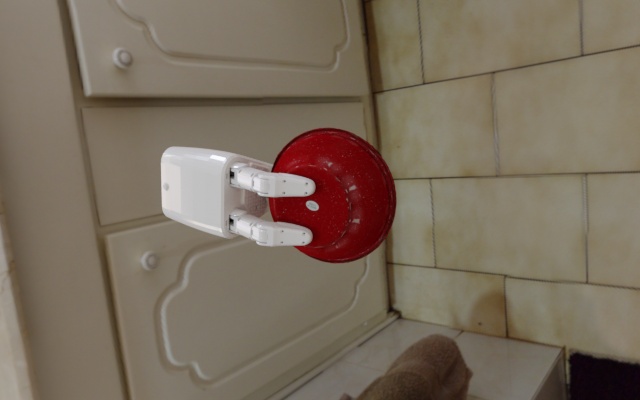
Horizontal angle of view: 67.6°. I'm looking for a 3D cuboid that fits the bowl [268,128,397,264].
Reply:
[{"bbox_3d":[0.001,0.002,0.533,0.162,0.162,0.055,0,12,24],"label":"bowl"}]
